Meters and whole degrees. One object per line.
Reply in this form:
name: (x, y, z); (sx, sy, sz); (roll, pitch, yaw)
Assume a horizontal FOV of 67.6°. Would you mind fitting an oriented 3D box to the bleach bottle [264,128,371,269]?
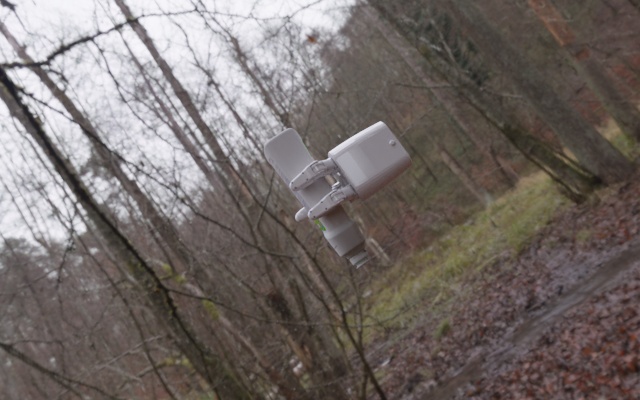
bleach bottle: (0.000, 0.003, 0.799); (0.068, 0.251, 0.102); (-34, -10, -5)
